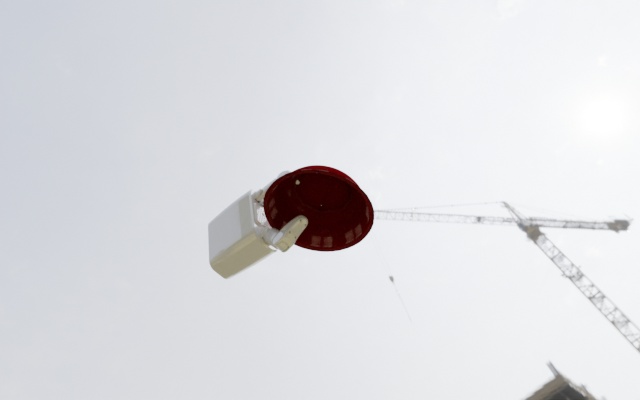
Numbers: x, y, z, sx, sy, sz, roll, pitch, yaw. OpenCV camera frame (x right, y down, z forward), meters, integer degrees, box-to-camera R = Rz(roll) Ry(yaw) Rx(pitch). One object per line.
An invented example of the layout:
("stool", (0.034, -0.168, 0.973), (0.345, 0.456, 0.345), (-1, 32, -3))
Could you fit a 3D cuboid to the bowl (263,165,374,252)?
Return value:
("bowl", (0.001, 0.002, 0.704), (0.162, 0.162, 0.055), (0, 42, 12))
